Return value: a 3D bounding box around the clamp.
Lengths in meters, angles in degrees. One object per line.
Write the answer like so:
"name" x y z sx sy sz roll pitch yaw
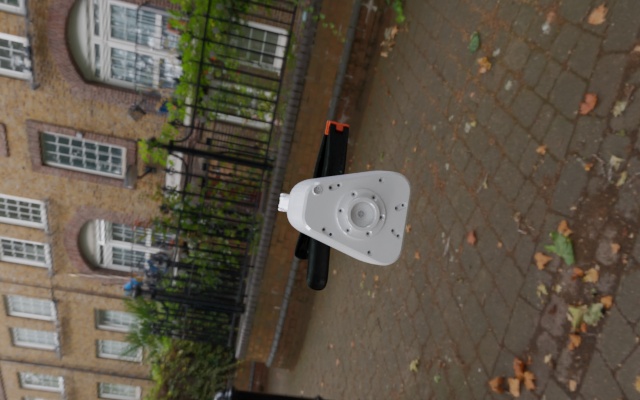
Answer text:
"clamp" -0.001 0.001 0.636 0.036 0.210 0.164 11 -2 -11
